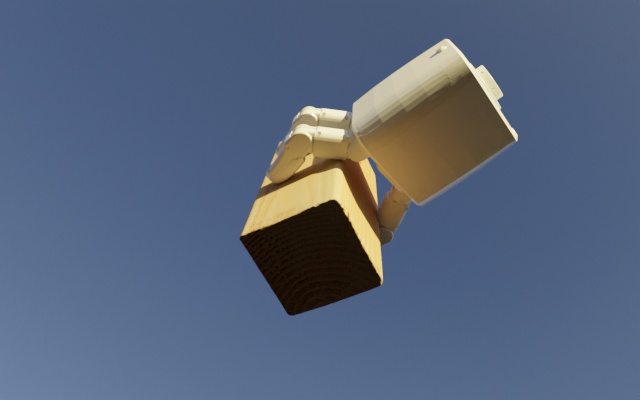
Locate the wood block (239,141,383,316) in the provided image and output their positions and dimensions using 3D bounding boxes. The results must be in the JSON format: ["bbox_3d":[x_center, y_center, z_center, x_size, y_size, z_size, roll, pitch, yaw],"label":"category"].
[{"bbox_3d":[0.001,0.002,0.470,0.090,0.091,0.206,-22,23,15],"label":"wood block"}]
